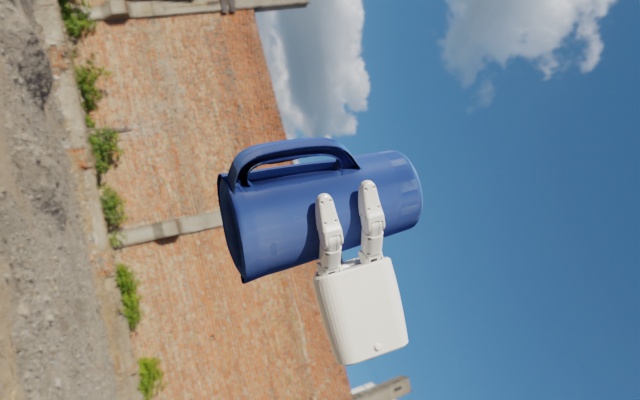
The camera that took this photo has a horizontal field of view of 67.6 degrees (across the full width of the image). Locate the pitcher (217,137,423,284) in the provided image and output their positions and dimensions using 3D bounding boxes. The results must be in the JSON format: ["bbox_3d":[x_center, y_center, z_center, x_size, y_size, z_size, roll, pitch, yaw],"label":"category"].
[{"bbox_3d":[0.000,0.002,0.590,0.243,0.145,0.149,-13,-4,-18],"label":"pitcher"}]
